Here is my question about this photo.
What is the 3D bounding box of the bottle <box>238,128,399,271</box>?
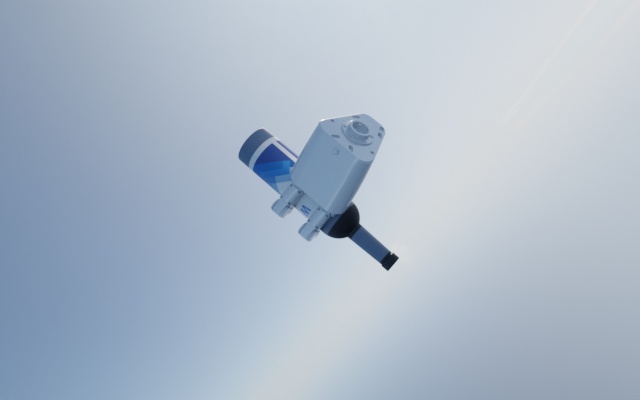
[{"bbox_3d":[0.000,0.002,0.744,0.295,0.069,0.069,41,9,11],"label":"bottle"}]
